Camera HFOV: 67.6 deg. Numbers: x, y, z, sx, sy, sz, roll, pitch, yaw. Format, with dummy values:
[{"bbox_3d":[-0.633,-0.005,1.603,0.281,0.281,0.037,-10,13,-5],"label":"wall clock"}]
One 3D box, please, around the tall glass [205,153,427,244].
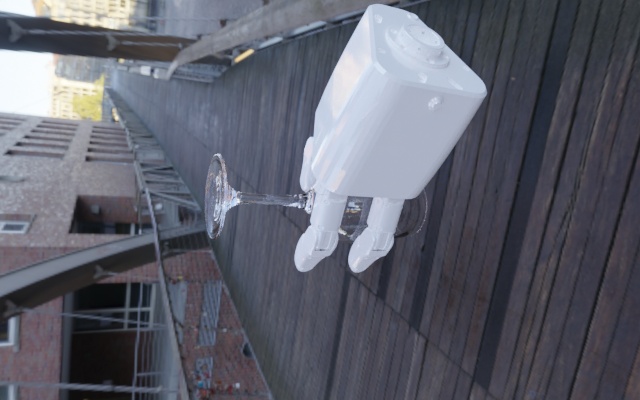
[{"bbox_3d":[-0.001,0.001,0.447,0.201,0.079,0.079,3,-1,-25],"label":"tall glass"}]
